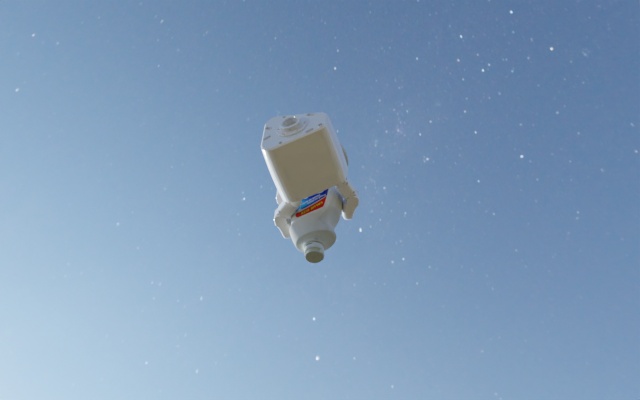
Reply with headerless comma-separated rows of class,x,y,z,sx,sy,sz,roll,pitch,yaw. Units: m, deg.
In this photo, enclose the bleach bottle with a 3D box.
bleach bottle,0.000,0.003,0.820,0.102,0.068,0.250,-12,40,11
